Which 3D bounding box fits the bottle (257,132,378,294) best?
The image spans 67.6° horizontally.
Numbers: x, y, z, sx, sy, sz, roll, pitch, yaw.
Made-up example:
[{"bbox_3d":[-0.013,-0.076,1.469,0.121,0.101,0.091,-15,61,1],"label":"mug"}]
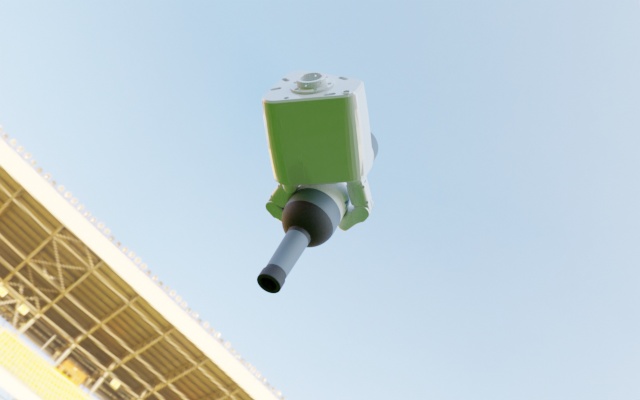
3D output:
[{"bbox_3d":[0.000,0.002,0.595,0.069,0.069,0.295,0,35,26],"label":"bottle"}]
